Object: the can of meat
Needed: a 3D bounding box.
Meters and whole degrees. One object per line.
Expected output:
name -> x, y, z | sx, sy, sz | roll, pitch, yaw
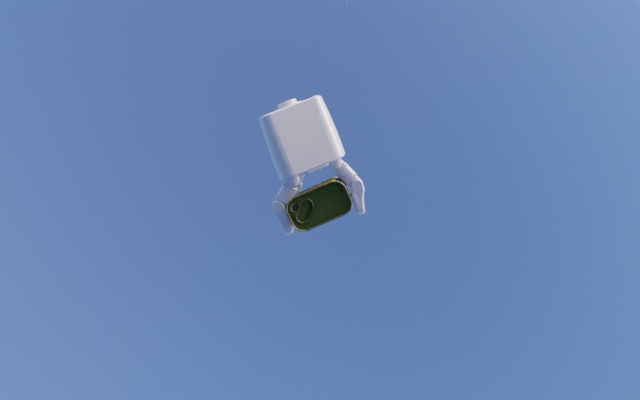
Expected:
can of meat -> 0.000, 0.003, 0.785 | 0.102, 0.057, 0.084 | -24, 8, 8
